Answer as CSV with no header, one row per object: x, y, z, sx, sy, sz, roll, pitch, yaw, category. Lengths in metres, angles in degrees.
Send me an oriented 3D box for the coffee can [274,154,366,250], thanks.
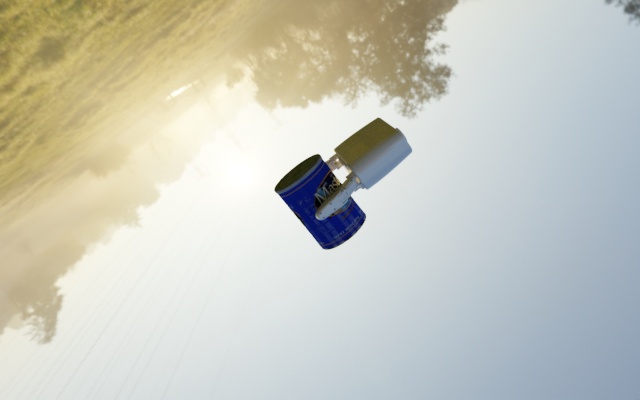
0.000,0.003,0.851,0.103,0.140,0.102,-35,17,12,coffee can
